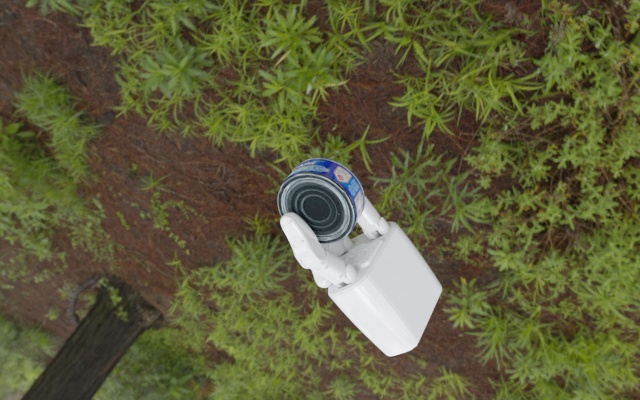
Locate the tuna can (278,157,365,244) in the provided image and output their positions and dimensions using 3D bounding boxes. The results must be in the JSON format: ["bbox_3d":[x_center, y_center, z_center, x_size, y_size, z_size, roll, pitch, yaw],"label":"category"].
[{"bbox_3d":[0.000,0.002,0.488,0.086,0.086,0.033,0,30,24],"label":"tuna can"}]
